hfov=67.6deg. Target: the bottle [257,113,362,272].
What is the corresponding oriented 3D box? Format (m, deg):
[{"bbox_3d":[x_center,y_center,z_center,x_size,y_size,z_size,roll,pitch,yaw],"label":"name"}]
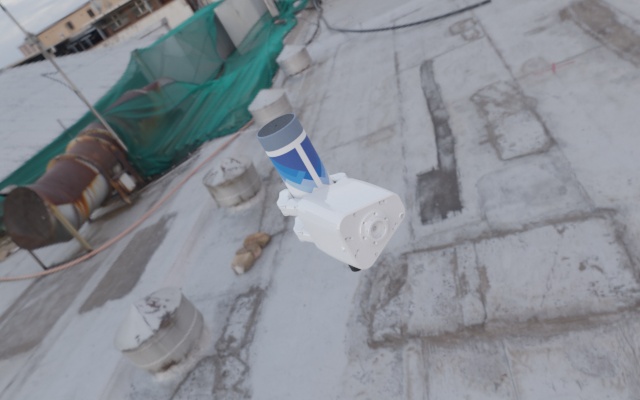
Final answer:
[{"bbox_3d":[0.000,0.002,0.769,0.069,0.296,0.069,-23,28,13],"label":"bottle"}]
